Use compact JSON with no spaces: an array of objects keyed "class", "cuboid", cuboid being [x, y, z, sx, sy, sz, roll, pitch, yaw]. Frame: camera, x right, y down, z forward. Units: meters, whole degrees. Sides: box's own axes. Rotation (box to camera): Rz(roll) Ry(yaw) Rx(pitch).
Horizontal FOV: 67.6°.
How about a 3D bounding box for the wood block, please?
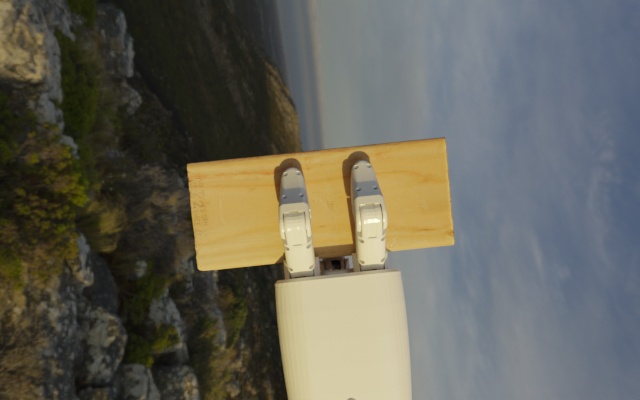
[{"class":"wood block","cuboid":[0.000,0.002,0.422,0.206,0.090,0.091,-6,2,0]}]
